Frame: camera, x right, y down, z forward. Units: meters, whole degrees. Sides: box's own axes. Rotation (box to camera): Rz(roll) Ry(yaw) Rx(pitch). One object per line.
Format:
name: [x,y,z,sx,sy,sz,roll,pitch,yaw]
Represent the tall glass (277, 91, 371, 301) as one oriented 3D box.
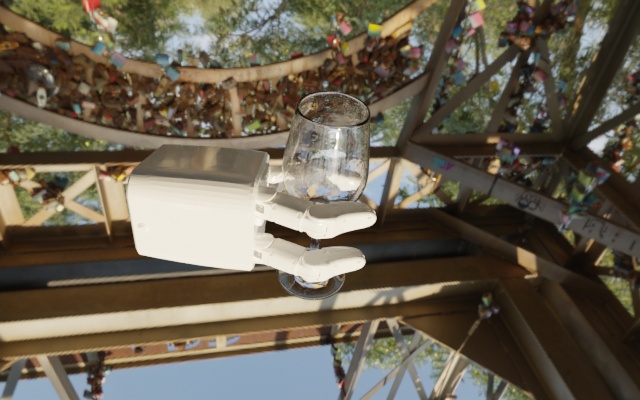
tall glass: [0.000,0.002,0.452,0.079,0.201,0.079,5,39,-4]
